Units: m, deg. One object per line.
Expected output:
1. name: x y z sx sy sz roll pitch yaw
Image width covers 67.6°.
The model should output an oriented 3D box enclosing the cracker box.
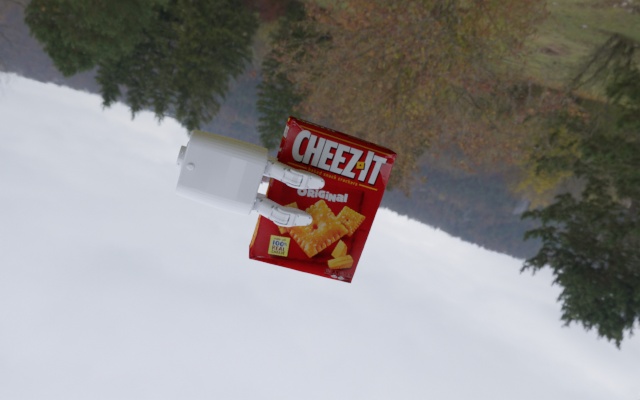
1. cracker box: 0.000 0.002 0.714 0.164 0.214 0.072 16 11 -12
